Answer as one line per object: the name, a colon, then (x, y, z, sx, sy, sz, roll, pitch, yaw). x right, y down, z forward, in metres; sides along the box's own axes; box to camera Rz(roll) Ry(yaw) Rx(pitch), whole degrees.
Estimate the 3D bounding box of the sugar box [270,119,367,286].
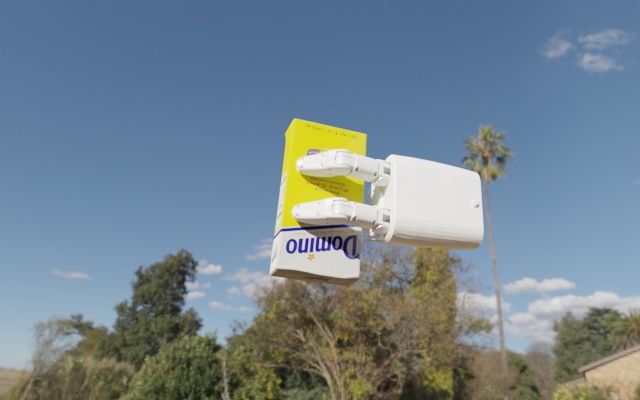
sugar box: (0.000, 0.001, 0.537, 0.093, 0.176, 0.048, 9, -24, -14)
